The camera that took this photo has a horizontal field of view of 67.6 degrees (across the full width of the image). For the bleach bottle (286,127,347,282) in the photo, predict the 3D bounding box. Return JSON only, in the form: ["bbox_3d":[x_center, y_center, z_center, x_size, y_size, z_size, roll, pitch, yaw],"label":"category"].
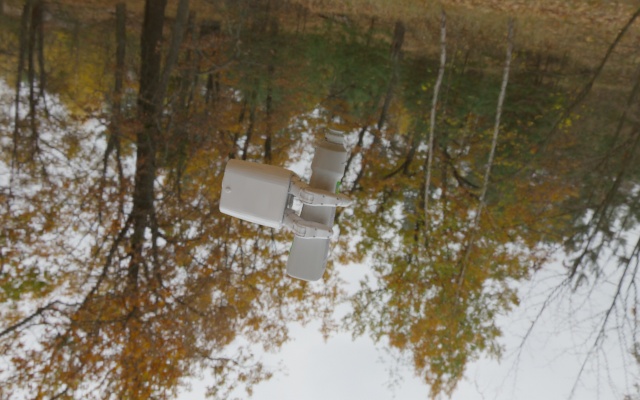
[{"bbox_3d":[0.000,0.003,0.796,0.068,0.251,0.102,14,17,3],"label":"bleach bottle"}]
